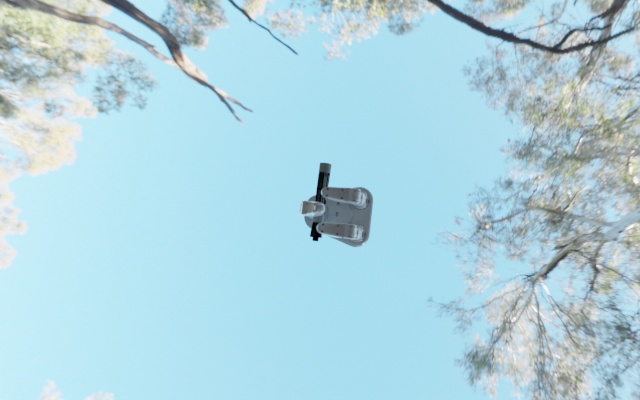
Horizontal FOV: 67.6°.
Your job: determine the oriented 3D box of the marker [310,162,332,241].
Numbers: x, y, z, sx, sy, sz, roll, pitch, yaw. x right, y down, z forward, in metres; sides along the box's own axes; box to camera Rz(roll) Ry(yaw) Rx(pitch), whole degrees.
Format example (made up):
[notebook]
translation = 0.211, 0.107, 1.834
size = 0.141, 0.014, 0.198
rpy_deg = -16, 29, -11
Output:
[marker]
translation = 0.000, 0.002, 0.733
size = 0.020, 0.121, 0.020
rpy_deg = 8, -5, 1
